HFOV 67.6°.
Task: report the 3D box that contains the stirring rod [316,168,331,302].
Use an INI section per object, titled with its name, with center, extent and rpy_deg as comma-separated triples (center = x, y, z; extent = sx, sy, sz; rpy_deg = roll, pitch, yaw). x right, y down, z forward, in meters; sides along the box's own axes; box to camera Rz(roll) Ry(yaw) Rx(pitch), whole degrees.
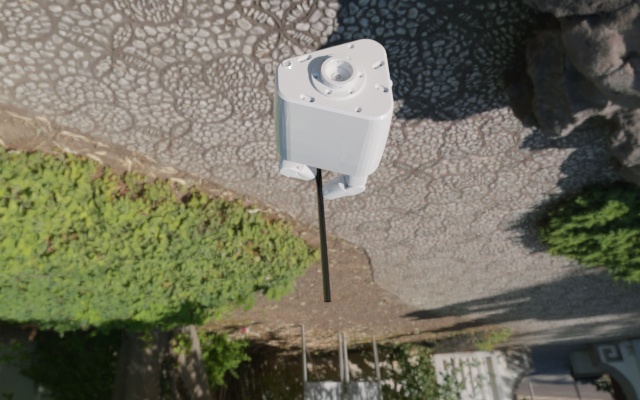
[stirring rod]
center = 0.000, 0.002, 0.575
extent = 0.011, 0.239, 0.011
rpy_deg = -3, -24, -1
